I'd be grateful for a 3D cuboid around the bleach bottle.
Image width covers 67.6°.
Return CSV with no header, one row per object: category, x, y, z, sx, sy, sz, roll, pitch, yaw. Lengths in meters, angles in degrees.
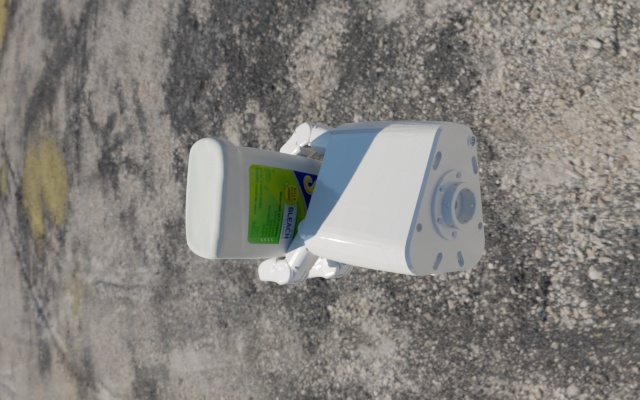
bleach bottle,0.000,0.002,0.465,0.251,0.102,0.068,1,5,-40
